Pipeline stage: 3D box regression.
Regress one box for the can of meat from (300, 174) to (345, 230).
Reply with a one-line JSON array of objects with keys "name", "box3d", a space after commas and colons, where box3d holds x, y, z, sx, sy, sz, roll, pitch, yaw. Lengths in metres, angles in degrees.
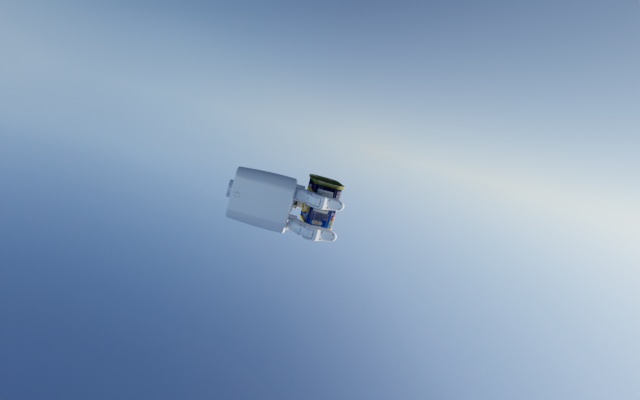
[{"name": "can of meat", "box3d": [0.000, 0.003, 0.862, 0.057, 0.084, 0.102, 14, 8, -10]}]
